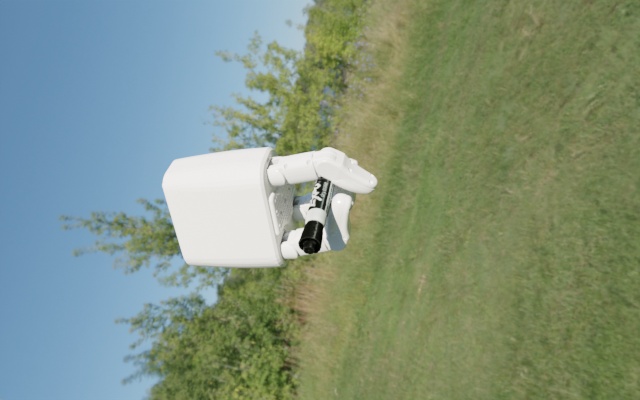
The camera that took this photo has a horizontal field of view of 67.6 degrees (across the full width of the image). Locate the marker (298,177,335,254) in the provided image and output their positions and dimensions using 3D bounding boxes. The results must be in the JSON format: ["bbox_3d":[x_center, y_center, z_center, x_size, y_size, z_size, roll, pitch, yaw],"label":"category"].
[{"bbox_3d":[0.000,0.001,0.420,0.020,0.020,0.121,0,40,12],"label":"marker"}]
